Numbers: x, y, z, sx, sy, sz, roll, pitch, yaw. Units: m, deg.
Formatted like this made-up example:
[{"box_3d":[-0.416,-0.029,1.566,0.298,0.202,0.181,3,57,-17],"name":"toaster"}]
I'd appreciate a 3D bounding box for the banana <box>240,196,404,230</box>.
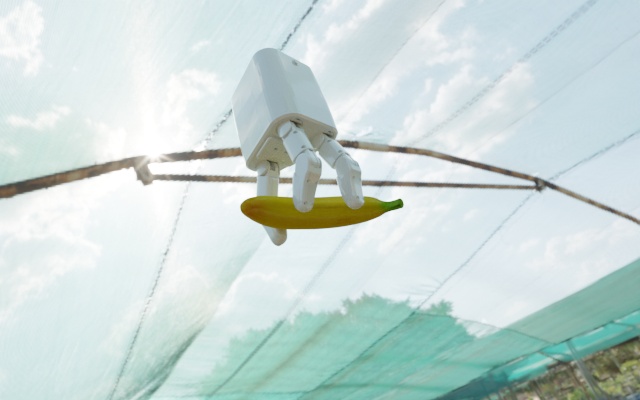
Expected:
[{"box_3d":[-0.004,0.009,0.549,0.198,0.037,0.070,-3,-23,-27],"name":"banana"}]
